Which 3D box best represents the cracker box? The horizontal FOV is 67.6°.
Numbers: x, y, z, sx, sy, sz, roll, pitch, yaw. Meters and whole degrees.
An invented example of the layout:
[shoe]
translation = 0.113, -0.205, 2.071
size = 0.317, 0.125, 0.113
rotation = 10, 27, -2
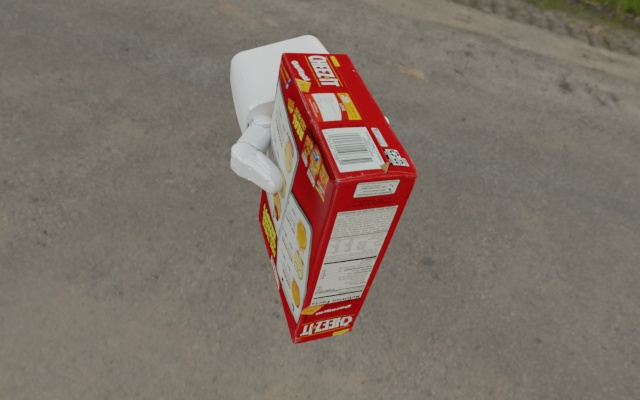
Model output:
[cracker box]
translation = 0.000, 0.001, 0.437
size = 0.072, 0.164, 0.214
rotation = -5, -43, -19
